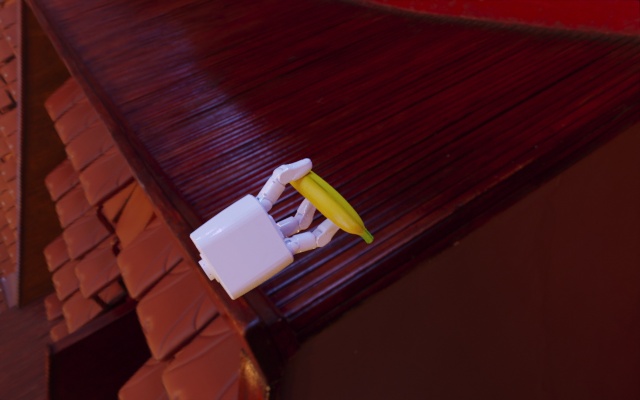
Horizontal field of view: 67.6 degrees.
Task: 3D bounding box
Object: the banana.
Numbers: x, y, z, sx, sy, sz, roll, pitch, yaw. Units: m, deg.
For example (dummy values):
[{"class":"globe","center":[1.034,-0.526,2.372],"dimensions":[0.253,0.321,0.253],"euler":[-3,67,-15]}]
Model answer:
[{"class":"banana","center":[-0.002,-0.006,0.719],"dimensions":[0.197,0.037,0.070],"euler":[43,-15,32]}]
